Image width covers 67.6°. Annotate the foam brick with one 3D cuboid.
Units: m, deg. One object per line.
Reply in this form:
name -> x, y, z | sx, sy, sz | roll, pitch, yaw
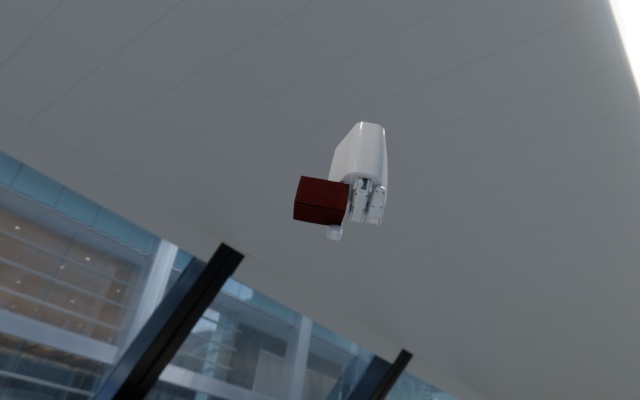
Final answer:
foam brick -> 0.000, 0.002, 0.730 | 0.078, 0.051, 0.053 | 10, -30, -2
